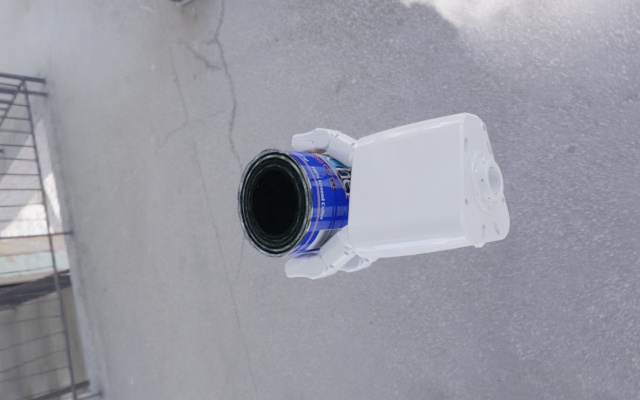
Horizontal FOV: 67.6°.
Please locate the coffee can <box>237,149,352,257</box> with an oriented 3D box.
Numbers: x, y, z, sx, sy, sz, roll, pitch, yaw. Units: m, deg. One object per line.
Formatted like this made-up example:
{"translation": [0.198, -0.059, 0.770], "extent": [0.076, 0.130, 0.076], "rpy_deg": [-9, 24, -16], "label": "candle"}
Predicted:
{"translation": [0.000, 0.002, 0.498], "extent": [0.103, 0.103, 0.140], "rpy_deg": [0, 1, 42], "label": "coffee can"}
